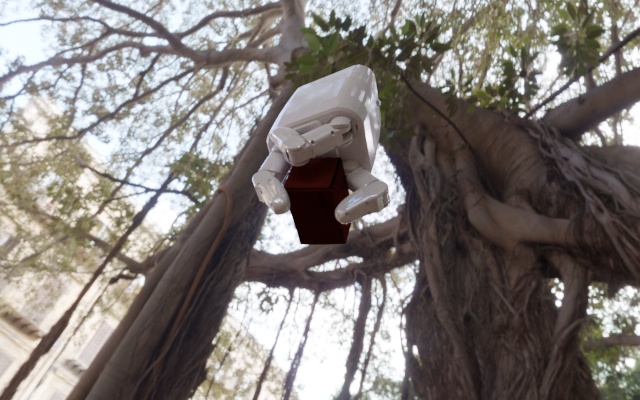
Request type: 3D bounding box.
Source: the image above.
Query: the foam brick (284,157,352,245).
[{"bbox_3d":[0.000,0.002,0.499,0.053,0.078,0.051,-1,41,17],"label":"foam brick"}]
